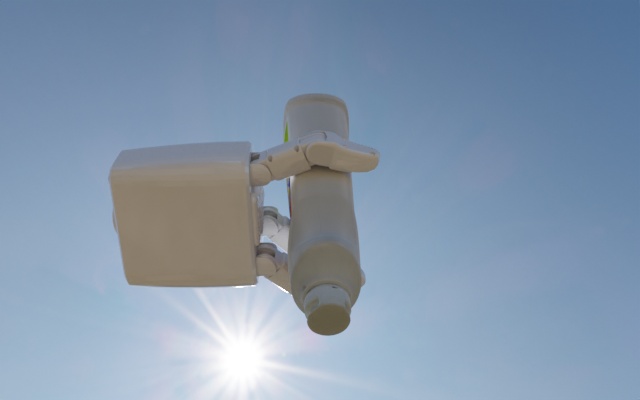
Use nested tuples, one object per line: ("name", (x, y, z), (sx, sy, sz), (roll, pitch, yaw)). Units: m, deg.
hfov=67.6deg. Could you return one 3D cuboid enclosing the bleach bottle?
("bleach bottle", (0.000, 0.001, 0.404), (0.068, 0.103, 0.250), (-1, 33, -3))
